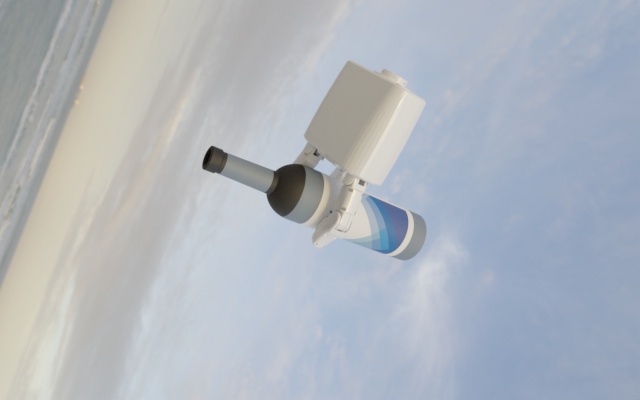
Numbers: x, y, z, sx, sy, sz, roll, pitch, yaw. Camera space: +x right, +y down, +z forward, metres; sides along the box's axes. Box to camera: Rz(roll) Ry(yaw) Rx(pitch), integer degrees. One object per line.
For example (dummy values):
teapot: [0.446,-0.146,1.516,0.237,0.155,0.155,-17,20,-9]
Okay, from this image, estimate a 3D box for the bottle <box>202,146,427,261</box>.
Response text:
bottle: [0.000,0.002,0.575,0.296,0.069,0.069,22,-11,-29]
